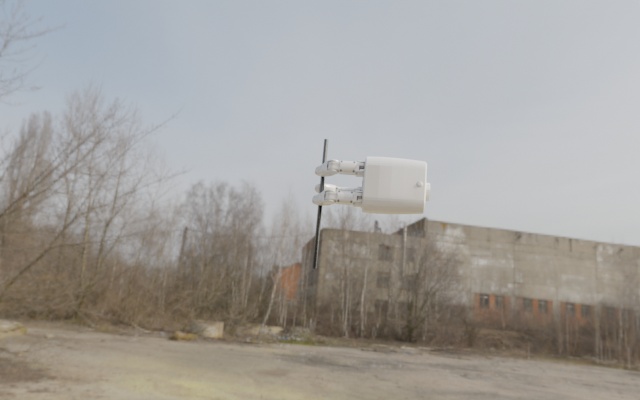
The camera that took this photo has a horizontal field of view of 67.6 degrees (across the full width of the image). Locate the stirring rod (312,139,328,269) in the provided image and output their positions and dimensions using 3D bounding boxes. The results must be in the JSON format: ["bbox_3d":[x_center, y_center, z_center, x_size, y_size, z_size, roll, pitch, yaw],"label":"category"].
[{"bbox_3d":[0.000,0.003,0.867,0.011,0.239,0.011,5,-13,1],"label":"stirring rod"}]
